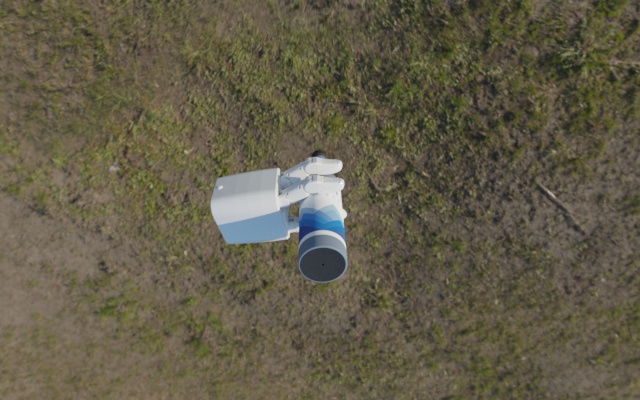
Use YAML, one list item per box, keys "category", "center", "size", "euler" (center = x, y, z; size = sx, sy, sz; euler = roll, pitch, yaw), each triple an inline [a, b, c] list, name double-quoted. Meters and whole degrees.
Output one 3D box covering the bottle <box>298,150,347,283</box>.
- category: "bottle"
  center: [0.000, 0.003, 0.759]
  size: [0.069, 0.069, 0.295]
  euler: [0, 35, -1]
